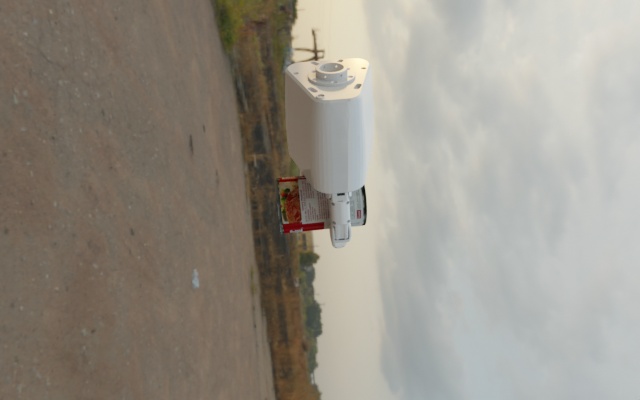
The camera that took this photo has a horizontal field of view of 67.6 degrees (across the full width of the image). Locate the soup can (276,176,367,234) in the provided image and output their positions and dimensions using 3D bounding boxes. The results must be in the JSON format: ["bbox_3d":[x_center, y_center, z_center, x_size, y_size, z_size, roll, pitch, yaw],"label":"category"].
[{"bbox_3d":[0.000,0.002,0.573,0.102,0.068,0.068,-5,0,-3],"label":"soup can"}]
